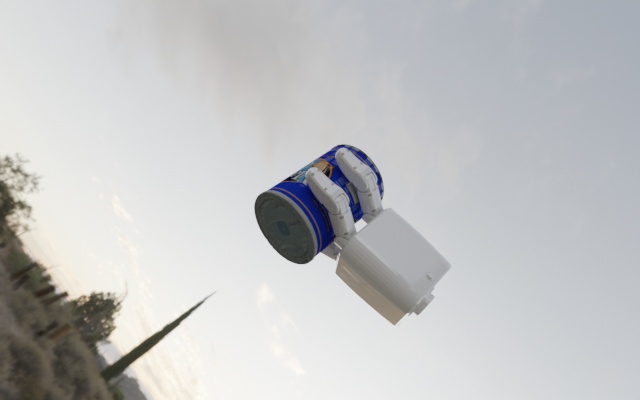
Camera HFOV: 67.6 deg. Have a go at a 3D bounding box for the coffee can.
[{"bbox_3d":[0.000,0.002,0.619,0.140,0.103,0.103,-36,23,-35],"label":"coffee can"}]
